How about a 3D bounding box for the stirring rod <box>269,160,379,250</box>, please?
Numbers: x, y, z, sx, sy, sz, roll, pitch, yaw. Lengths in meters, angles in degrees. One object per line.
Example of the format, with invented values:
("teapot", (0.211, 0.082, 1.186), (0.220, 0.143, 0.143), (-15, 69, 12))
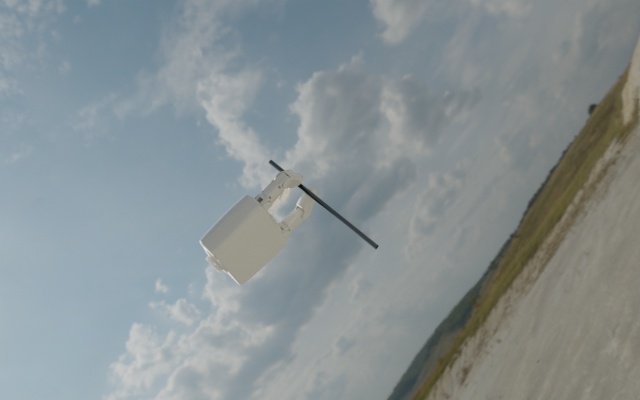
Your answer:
("stirring rod", (0.000, 0.003, 0.778), (0.239, 0.011, 0.011), (39, 17, 22))
